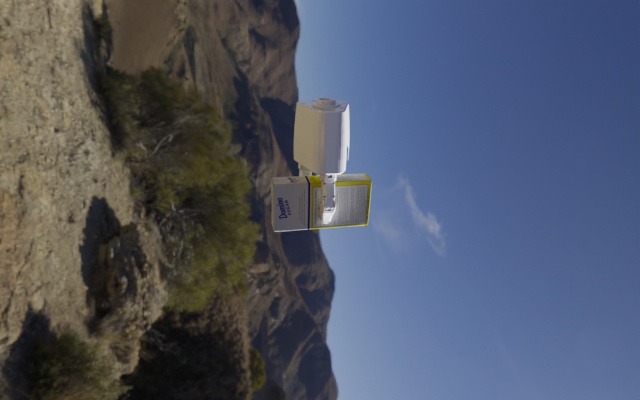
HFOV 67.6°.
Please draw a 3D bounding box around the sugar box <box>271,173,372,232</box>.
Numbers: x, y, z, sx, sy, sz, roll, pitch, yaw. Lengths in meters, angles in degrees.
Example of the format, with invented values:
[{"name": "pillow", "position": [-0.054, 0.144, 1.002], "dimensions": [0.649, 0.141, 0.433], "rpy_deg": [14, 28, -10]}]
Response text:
[{"name": "sugar box", "position": [0.000, 0.002, 0.860], "dimensions": [0.176, 0.093, 0.048], "rpy_deg": [-1, 23, -9]}]
